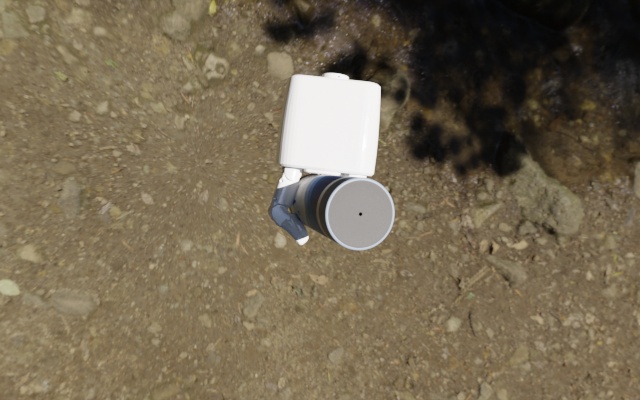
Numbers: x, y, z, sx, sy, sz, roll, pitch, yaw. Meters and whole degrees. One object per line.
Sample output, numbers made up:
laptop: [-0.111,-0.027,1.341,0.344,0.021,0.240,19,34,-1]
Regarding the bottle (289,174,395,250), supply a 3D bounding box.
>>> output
bottle: [0.000,0.002,0.573,0.069,0.069,0.295,0,4,-14]
